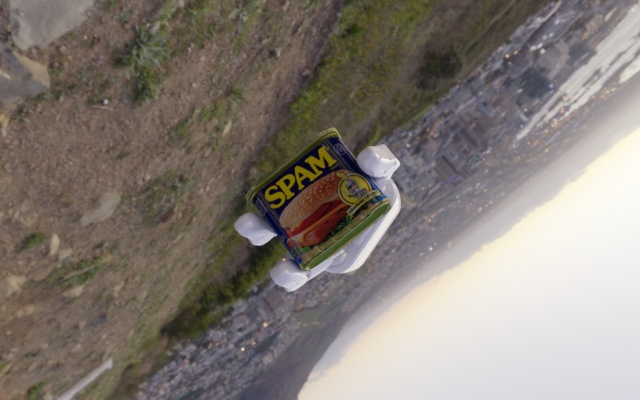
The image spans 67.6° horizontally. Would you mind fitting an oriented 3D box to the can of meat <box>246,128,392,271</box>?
[{"bbox_3d":[0.000,0.002,0.425,0.102,0.084,0.057,-38,-14,2],"label":"can of meat"}]
